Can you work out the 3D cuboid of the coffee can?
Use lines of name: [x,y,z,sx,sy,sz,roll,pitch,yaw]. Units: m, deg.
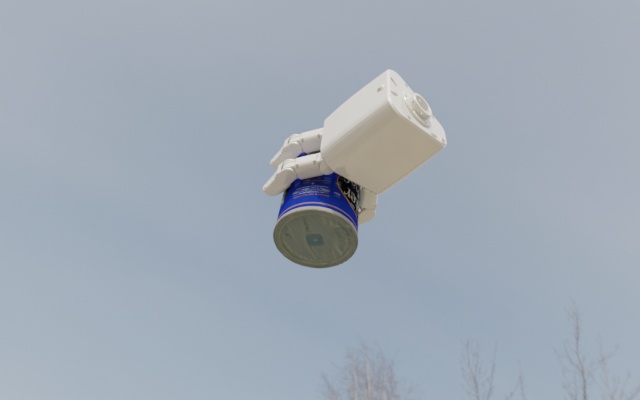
coffee can: [0.000,0.002,0.622,0.103,0.103,0.140,0,42,7]
